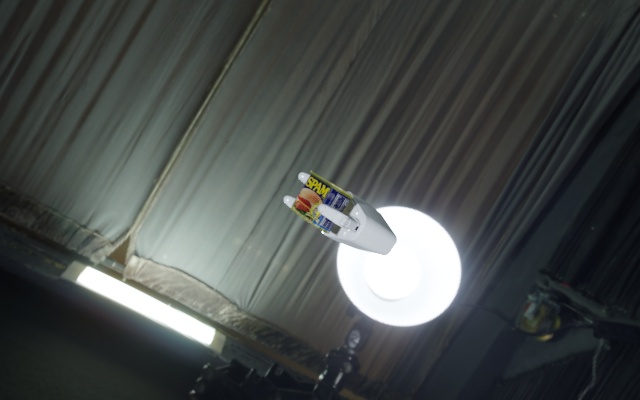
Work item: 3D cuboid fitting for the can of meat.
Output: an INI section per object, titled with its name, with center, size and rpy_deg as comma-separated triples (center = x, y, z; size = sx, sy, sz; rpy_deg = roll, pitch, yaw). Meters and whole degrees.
[can of meat]
center = 0.000, 0.003, 0.892
size = 0.057, 0.084, 0.102
rpy_deg = 29, 4, -40
